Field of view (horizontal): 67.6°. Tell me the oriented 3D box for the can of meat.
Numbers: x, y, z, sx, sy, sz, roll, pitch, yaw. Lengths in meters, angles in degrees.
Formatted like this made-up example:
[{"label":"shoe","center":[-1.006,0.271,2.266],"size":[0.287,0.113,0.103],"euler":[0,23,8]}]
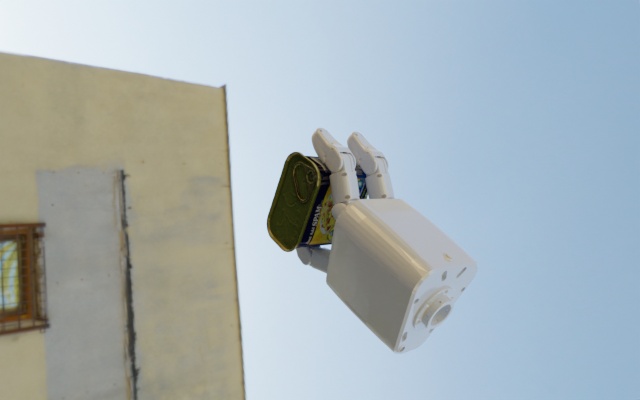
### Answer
[{"label":"can of meat","center":[0.000,0.002,0.516],"size":[0.084,0.102,0.057],"euler":[-1,29,-41]}]
